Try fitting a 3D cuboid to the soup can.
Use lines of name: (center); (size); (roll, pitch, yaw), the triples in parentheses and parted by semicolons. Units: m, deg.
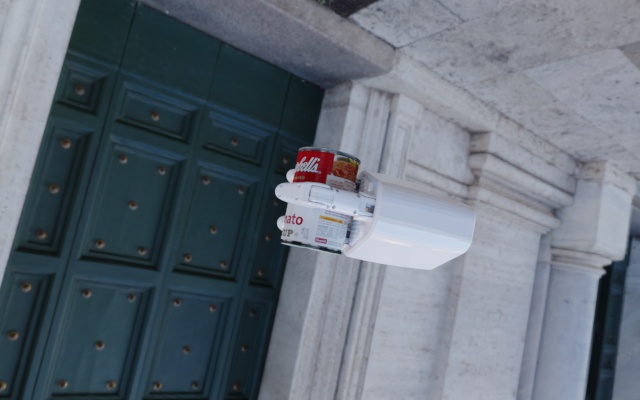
soup can: (0.000, 0.002, 0.507); (0.068, 0.102, 0.068); (11, -7, 1)
